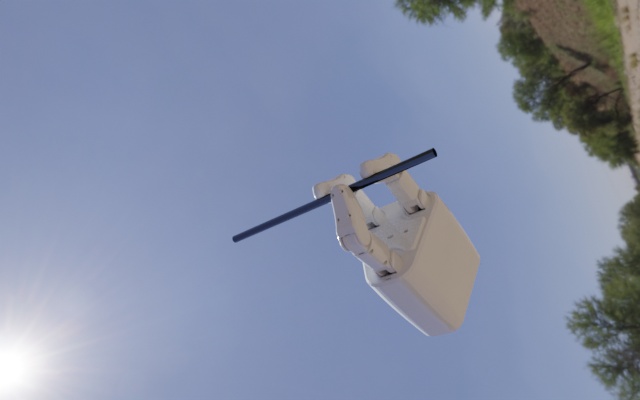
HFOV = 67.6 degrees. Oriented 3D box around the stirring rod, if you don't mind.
[{"bbox_3d":[0.000,0.002,0.452,0.239,0.011,0.011,-24,-13,33],"label":"stirring rod"}]
